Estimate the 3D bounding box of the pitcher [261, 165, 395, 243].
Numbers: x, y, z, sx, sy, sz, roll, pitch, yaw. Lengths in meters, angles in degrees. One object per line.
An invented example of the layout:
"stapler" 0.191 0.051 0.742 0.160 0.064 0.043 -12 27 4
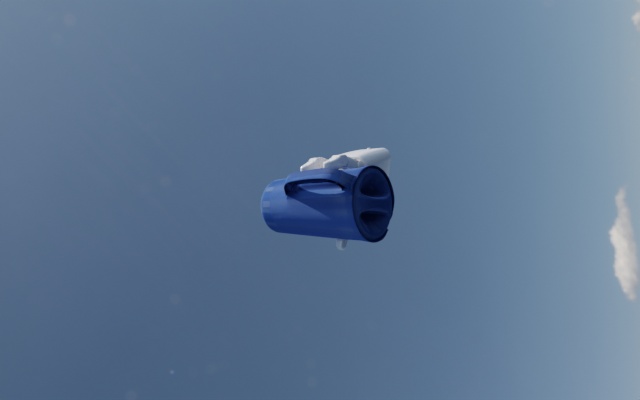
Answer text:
"pitcher" 0.000 0.003 0.886 0.243 0.149 0.145 -2 16 39
